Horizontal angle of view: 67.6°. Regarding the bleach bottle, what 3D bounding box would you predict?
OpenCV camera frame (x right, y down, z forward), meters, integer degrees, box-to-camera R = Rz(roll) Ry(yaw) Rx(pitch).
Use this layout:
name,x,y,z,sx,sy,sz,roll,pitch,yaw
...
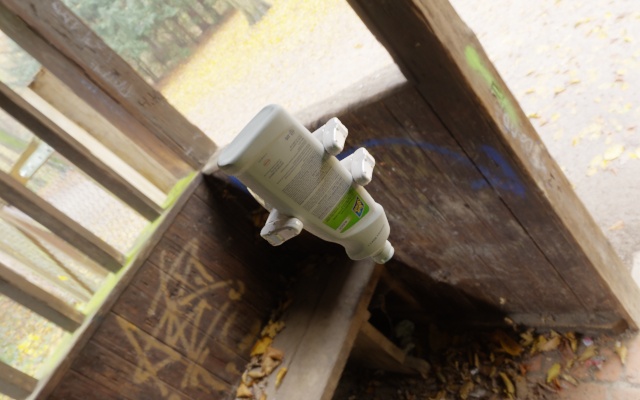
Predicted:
name,x,y,z,sx,sy,sz,roll,pitch,yaw
bleach bottle,0.000,0.002,0.587,0.251,0.102,0.068,44,-7,-26
